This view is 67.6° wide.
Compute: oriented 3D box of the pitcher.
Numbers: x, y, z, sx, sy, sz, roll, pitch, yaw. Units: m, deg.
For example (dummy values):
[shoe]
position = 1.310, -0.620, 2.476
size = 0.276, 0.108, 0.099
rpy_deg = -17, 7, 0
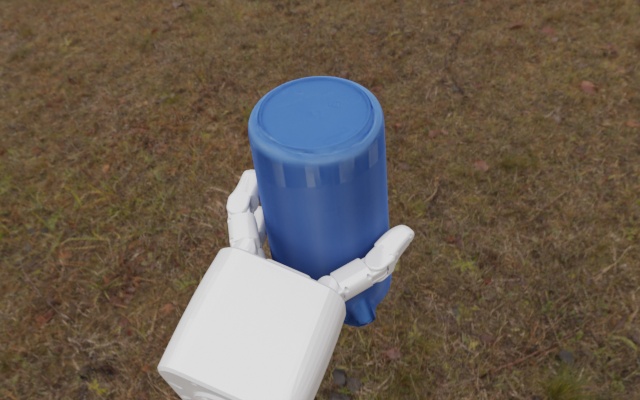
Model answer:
[pitcher]
position = 0.000, 0.002, 0.467
size = 0.149, 0.145, 0.243
rpy_deg = 14, -38, 17
